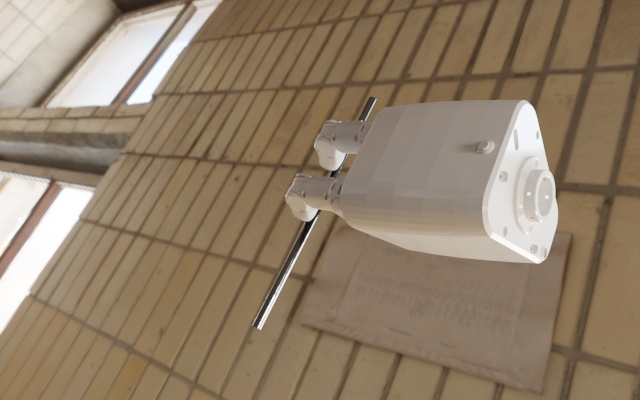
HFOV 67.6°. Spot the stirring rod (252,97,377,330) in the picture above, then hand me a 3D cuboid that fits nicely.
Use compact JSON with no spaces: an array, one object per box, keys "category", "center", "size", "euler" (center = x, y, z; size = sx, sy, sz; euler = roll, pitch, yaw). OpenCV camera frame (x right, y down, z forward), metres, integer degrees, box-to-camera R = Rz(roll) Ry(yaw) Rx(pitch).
[{"category":"stirring rod","center":[0.000,0.002,0.423],"size":[0.011,0.239,0.011],"euler":[23,-21,10]}]
